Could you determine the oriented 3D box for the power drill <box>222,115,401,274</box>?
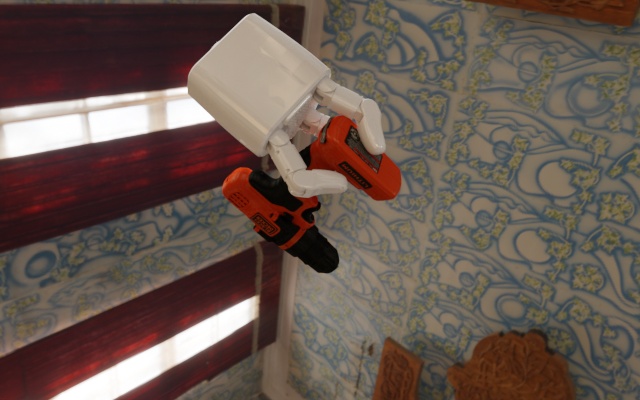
[{"bbox_3d":[0.000,0.001,0.560,0.184,0.057,0.188,41,-52,-20],"label":"power drill"}]
